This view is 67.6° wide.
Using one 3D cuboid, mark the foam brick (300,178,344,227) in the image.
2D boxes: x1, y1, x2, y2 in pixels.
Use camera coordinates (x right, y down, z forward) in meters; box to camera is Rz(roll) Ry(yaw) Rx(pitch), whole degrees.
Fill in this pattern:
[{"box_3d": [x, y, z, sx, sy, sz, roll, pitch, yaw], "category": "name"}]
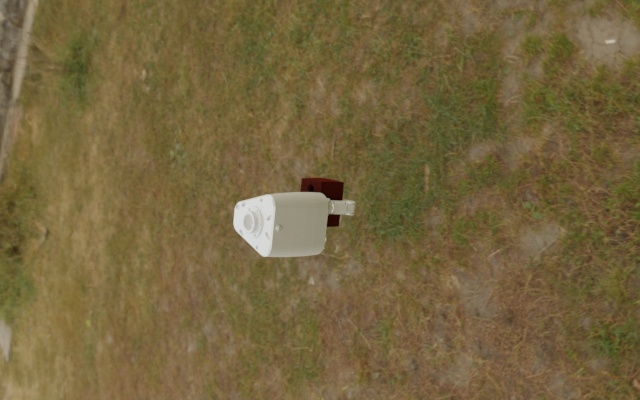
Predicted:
[{"box_3d": [0.000, 0.002, 0.798, 0.051, 0.078, 0.053, 1, 8, -42], "category": "foam brick"}]
